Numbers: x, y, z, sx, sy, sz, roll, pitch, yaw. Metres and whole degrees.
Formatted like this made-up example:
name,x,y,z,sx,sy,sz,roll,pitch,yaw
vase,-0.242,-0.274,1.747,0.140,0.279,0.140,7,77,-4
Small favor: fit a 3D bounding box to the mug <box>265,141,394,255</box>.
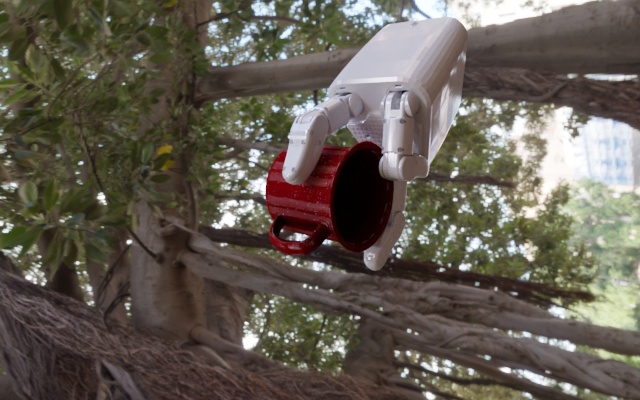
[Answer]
name,x,y,z,sx,sy,sz,roll,pitch,yaw
mug,-0.001,0.002,0.415,0.081,0.093,0.117,8,50,39
